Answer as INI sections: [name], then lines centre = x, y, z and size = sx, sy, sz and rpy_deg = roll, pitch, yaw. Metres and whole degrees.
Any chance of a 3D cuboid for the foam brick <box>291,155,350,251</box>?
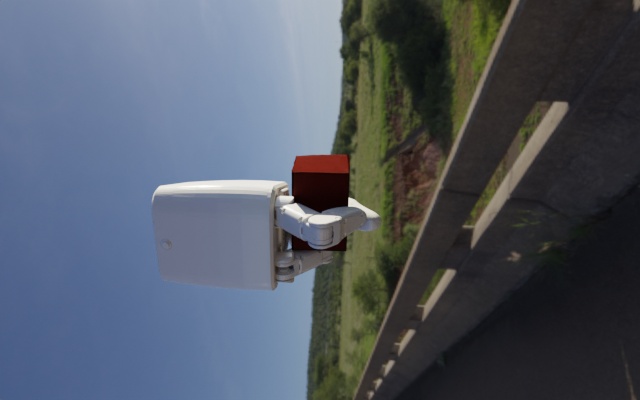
[foam brick]
centre = 0.000, 0.001, 0.440
size = 0.051, 0.078, 0.053
rpy_deg = 2, 22, 2
